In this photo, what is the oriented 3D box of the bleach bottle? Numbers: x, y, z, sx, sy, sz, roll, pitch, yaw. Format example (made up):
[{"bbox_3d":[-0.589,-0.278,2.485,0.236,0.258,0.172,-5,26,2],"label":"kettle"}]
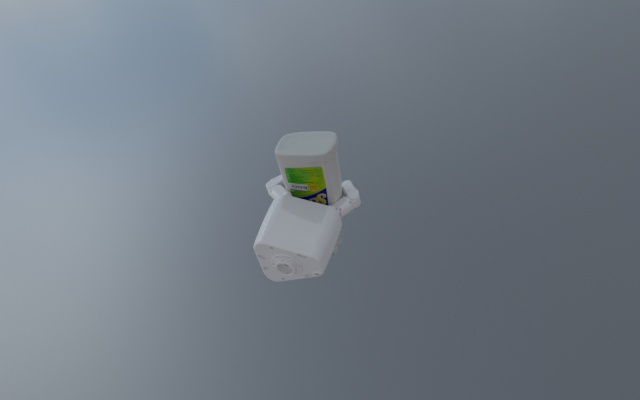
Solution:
[{"bbox_3d":[0.000,0.003,0.824,0.102,0.251,0.068,1,42,19],"label":"bleach bottle"}]
